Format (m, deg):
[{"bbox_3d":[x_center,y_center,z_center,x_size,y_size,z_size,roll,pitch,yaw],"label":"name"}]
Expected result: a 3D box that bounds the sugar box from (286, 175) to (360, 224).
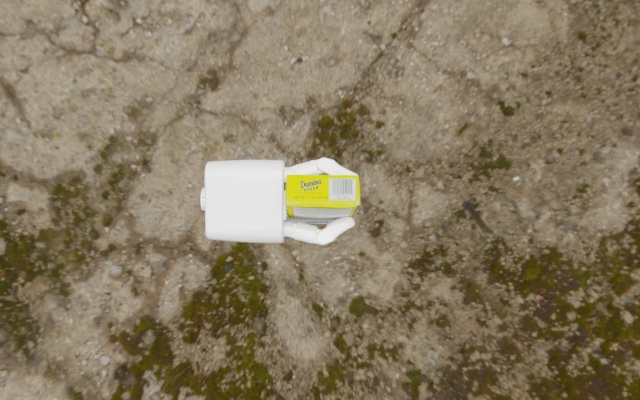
[{"bbox_3d":[0.000,0.002,0.673,0.093,0.048,0.176,1,-8,-2],"label":"sugar box"}]
